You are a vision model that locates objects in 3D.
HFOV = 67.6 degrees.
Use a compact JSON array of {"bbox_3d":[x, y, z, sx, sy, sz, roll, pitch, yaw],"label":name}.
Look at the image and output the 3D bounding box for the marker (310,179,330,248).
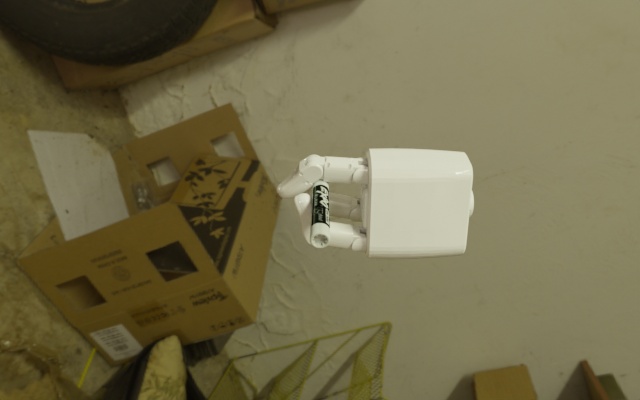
[{"bbox_3d":[0.000,0.002,0.481,0.020,0.020,0.121,0,36,0],"label":"marker"}]
